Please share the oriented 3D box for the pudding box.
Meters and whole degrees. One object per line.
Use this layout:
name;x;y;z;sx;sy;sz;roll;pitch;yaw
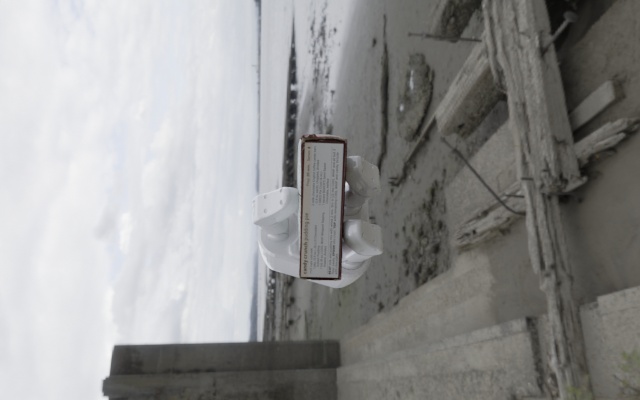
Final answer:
pudding box;0.000;0.001;0.405;0.039;0.113;0.090;-1;10;-3
